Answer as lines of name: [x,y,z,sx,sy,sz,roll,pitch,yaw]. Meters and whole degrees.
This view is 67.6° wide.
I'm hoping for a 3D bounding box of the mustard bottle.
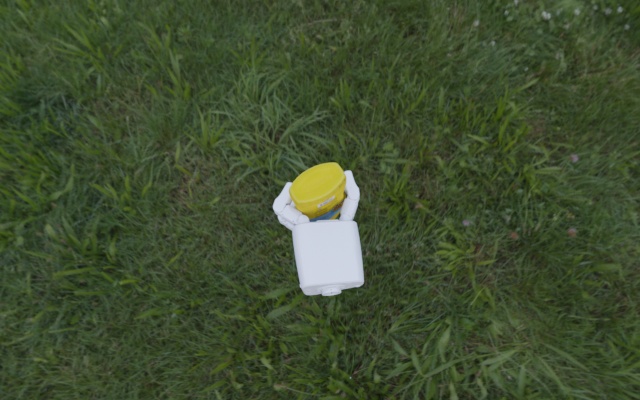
mustard bottle: [0.000,0.002,0.860,0.096,0.058,0.192,-31,-19,-8]
